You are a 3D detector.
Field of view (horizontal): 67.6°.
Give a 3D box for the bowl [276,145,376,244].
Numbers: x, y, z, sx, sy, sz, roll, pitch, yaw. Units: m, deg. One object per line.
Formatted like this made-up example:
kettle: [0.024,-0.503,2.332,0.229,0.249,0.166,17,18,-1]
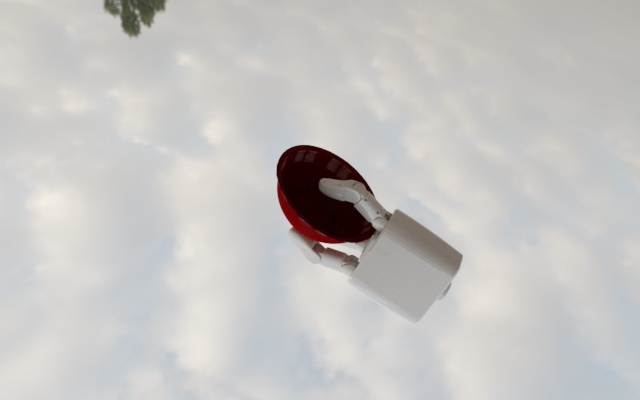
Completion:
bowl: [-0.001,0.001,0.648,0.162,0.162,0.055,0,-36,-41]
